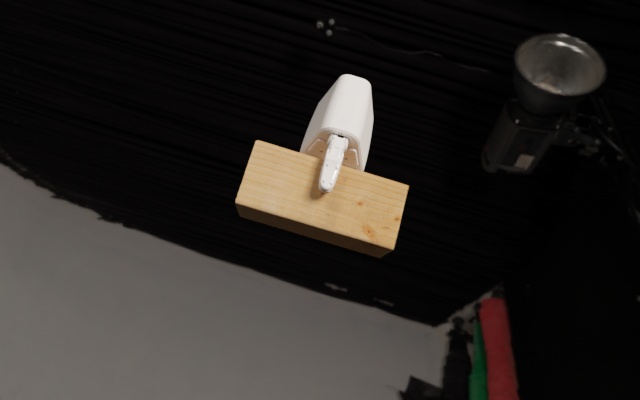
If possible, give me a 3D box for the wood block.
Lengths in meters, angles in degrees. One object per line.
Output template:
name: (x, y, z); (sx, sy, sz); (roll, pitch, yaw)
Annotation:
wood block: (0.000, 0.002, 0.642); (0.206, 0.090, 0.091); (16, -15, -1)
